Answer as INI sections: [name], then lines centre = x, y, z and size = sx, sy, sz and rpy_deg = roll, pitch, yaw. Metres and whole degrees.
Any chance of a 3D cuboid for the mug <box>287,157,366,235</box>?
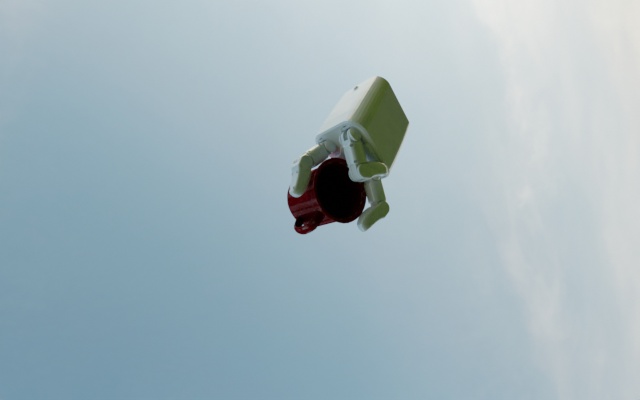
[mug]
centre = -0.001, 0.003, 0.683
size = 0.093, 0.117, 0.081
rpy_deg = 43, -33, -21
